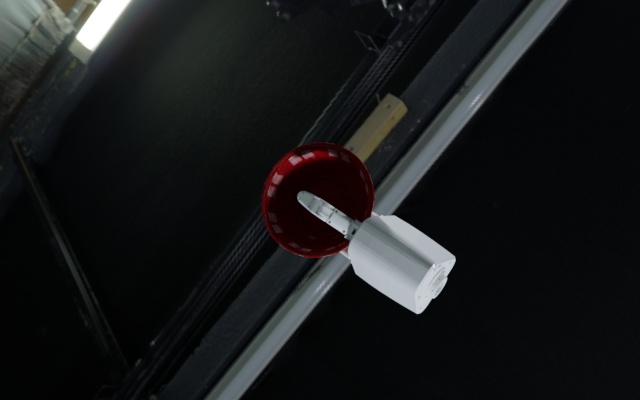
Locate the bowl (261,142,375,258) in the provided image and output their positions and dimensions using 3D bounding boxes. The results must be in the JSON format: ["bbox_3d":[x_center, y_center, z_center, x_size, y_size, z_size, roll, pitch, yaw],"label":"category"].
[{"bbox_3d":[-0.001,0.001,0.680,0.162,0.162,0.055,0,-10,15],"label":"bowl"}]
